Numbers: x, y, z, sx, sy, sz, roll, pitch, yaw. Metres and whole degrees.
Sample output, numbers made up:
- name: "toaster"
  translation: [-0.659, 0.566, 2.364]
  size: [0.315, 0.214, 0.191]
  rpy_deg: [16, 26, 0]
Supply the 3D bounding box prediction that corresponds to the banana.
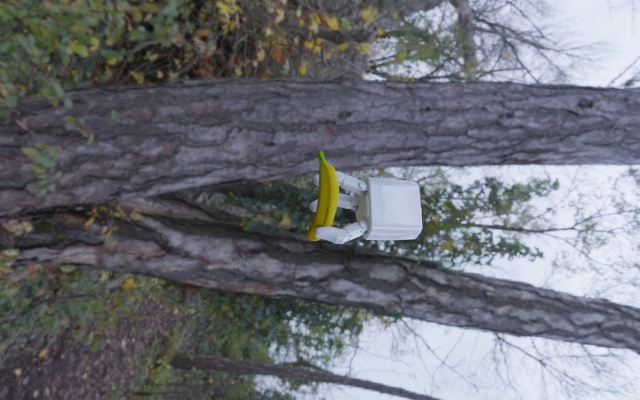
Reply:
- name: "banana"
  translation: [0.005, 0.010, 0.883]
  size: [0.037, 0.198, 0.069]
  rpy_deg: [-1, 34, -17]
